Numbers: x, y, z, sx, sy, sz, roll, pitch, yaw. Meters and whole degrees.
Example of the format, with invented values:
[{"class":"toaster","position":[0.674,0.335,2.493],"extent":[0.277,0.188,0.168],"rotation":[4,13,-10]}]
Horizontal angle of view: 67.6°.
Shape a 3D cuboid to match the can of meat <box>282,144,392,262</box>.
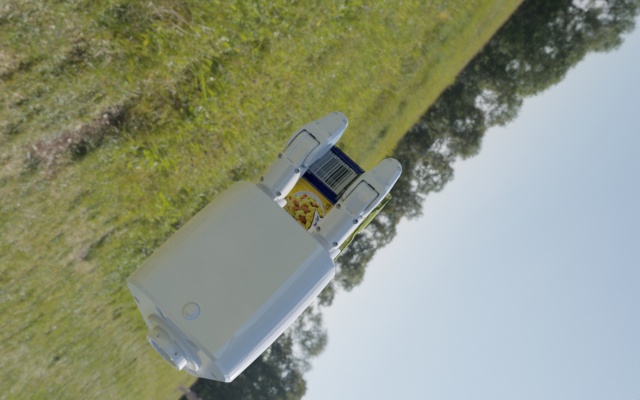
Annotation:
[{"class":"can of meat","position":[0.000,0.002,0.402],"extent":[0.057,0.084,0.102],"rotation":[-43,-8,-35]}]
